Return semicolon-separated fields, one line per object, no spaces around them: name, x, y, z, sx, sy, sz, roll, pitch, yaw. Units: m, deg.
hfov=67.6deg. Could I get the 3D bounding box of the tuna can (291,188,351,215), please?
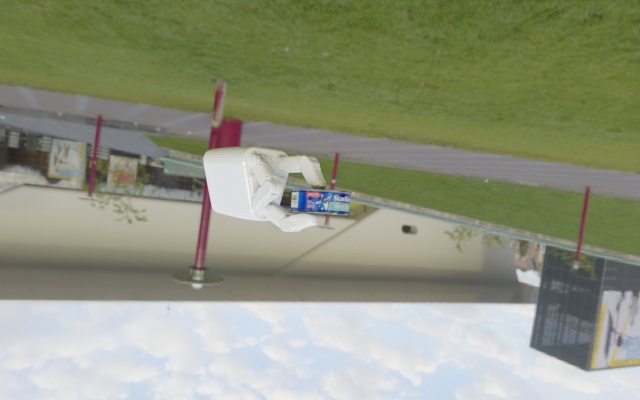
tuna can;0.000;0.003;0.692;0.086;0.034;0.086;4;-2;0
